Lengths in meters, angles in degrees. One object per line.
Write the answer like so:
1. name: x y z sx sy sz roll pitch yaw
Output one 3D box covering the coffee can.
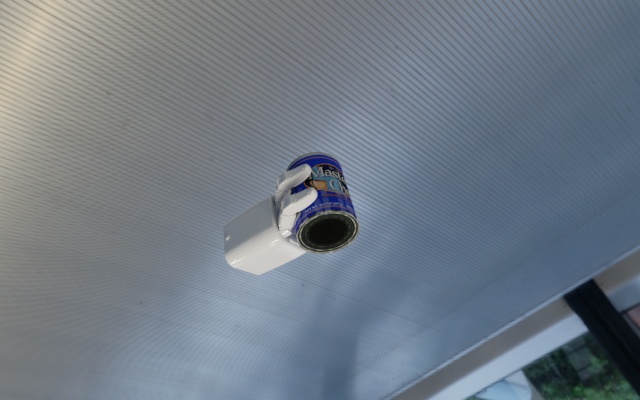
1. coffee can: 0.000 0.002 0.796 0.103 0.140 0.103 -7 -44 -7
